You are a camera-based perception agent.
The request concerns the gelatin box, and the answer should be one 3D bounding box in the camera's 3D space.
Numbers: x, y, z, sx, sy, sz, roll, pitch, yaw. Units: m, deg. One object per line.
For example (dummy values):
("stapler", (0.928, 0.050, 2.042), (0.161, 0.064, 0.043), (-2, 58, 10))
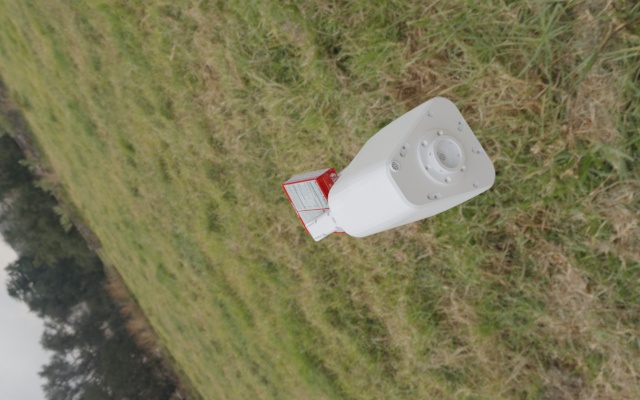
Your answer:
("gelatin box", (0.000, 0.002, 0.567), (0.030, 0.073, 0.089), (-36, 15, -29))
